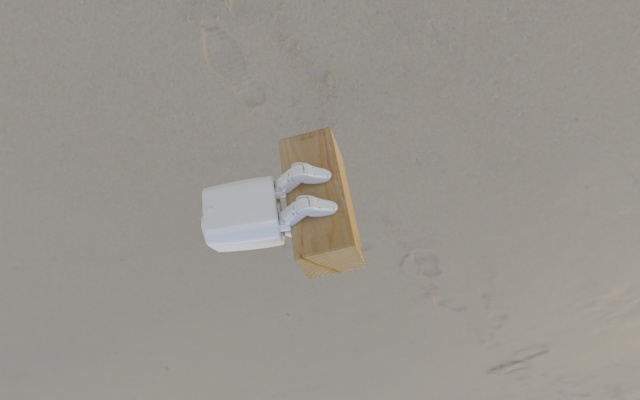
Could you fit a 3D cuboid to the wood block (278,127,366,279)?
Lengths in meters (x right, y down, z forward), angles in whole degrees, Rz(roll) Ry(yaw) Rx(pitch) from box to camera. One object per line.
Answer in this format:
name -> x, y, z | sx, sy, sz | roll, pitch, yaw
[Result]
wood block -> 0.000, 0.003, 0.735 | 0.090, 0.206, 0.091 | -14, -30, 7
